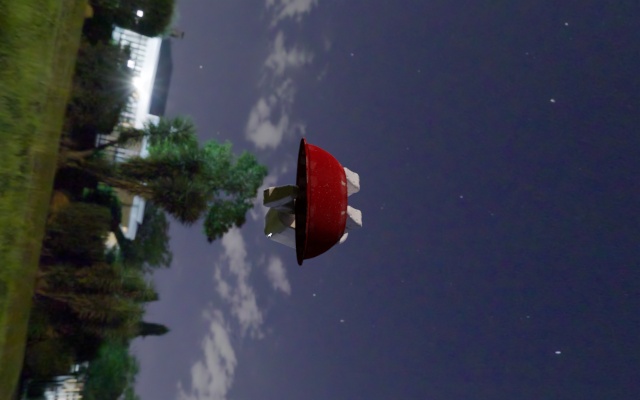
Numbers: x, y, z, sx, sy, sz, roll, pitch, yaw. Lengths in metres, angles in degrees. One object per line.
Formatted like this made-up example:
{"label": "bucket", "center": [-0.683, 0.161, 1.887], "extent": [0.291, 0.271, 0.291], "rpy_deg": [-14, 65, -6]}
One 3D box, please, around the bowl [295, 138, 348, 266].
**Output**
{"label": "bowl", "center": [0.001, 0.002, 0.606], "extent": [0.055, 0.162, 0.162], "rpy_deg": [1, 0, -7]}
